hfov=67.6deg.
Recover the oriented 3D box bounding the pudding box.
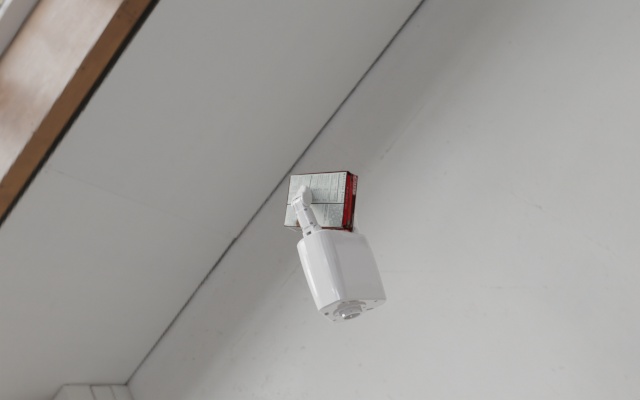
[{"bbox_3d":[0.000,0.002,0.747,0.113,0.090,0.039,-1,-15,32],"label":"pudding box"}]
